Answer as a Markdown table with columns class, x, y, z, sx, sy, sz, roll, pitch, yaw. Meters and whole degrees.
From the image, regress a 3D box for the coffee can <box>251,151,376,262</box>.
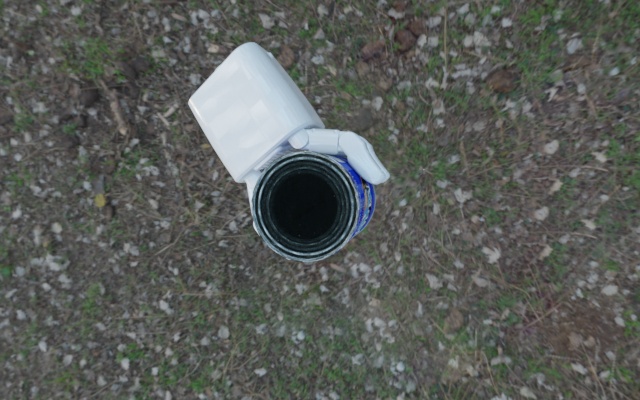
| class | x | y | z | sx | sy | sz | roll | pitch | yaw |
| --- | --- | --- | --- | --- | --- | --- | --- | --- | --- |
| coffee can | 0.000 | 0.002 | 0.503 | 0.103 | 0.103 | 0.140 | 0 | 3 | 12 |
